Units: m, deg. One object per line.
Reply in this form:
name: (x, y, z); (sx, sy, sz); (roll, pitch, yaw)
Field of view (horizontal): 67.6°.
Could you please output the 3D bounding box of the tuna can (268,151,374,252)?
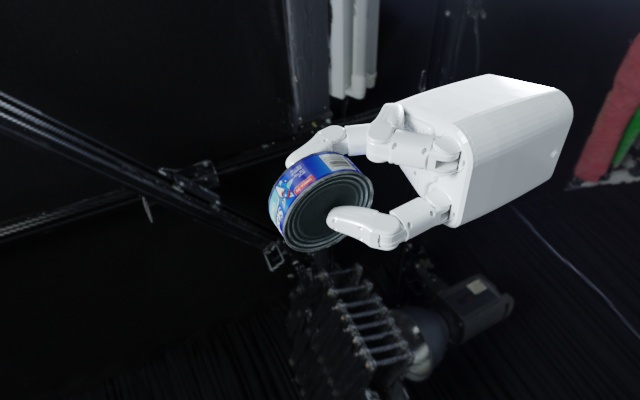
tuna can: (0.000, 0.001, 0.403); (0.086, 0.086, 0.033); (0, 39, -40)
